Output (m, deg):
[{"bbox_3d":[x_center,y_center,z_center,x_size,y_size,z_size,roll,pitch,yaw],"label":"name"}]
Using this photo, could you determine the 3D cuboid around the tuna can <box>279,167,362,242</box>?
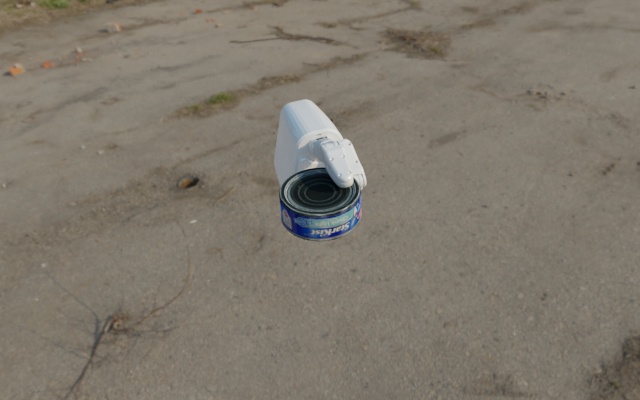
[{"bbox_3d":[0.000,0.001,0.497,0.086,0.034,0.086,-2,38,2],"label":"tuna can"}]
